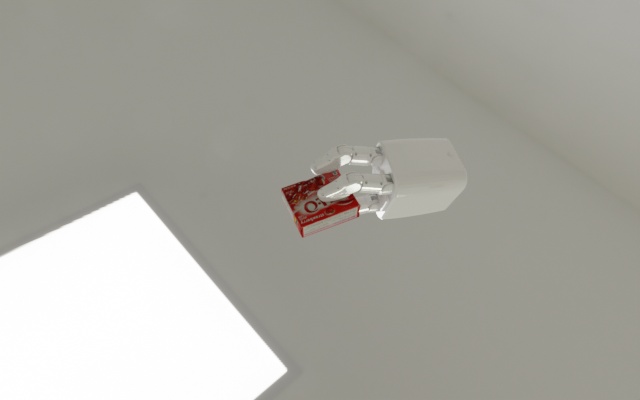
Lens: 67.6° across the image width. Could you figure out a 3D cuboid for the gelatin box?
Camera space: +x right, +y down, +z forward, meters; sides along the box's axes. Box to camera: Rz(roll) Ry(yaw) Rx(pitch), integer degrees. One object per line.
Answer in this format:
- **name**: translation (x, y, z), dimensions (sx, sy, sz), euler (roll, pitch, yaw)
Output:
- **gelatin box**: translation (0.000, 0.003, 0.658), dimensions (0.089, 0.073, 0.030), euler (-20, -35, -13)
